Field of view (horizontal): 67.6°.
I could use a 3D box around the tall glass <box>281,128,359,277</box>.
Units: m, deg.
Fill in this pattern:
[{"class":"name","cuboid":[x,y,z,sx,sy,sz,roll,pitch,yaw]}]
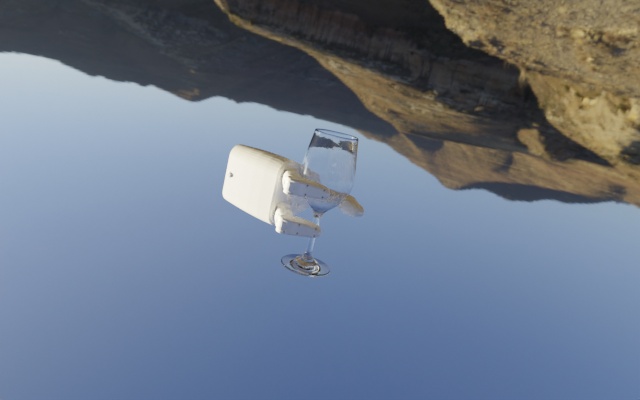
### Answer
[{"class":"tall glass","cuboid":[0.000,0.003,0.681,0.079,0.201,0.079,13,14,-3]}]
